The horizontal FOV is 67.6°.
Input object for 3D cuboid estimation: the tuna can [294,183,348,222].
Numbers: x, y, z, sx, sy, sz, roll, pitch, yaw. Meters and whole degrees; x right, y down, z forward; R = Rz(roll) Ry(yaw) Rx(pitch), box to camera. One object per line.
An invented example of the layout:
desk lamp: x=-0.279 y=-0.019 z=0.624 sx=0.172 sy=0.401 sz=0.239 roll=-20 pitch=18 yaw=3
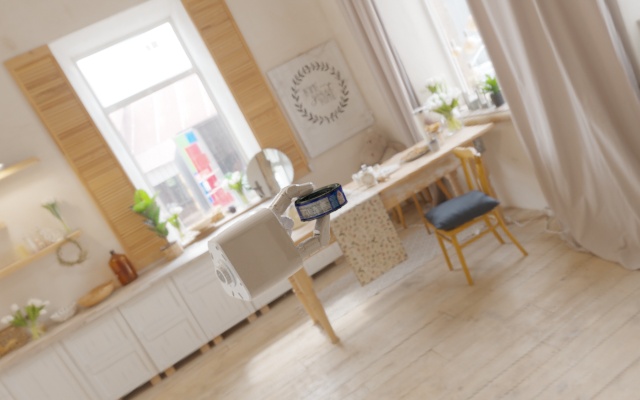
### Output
tuna can: x=0.000 y=0.002 z=0.792 sx=0.086 sy=0.034 sz=0.086 roll=-22 pitch=10 yaw=4
